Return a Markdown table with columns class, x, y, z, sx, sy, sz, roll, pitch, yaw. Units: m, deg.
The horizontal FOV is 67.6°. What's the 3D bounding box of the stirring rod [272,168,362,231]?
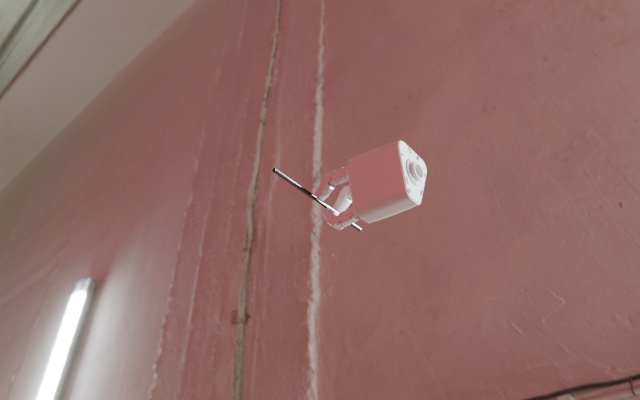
| class | x | y | z | sx | sy | sz | roll | pitch | yaw |
| --- | --- | --- | --- | --- | --- | --- | --- | --- | --- |
| stirring rod | 0.000 | 0.003 | 0.875 | 0.011 | 0.011 | 0.240 | 0 | -27 | 47 |
